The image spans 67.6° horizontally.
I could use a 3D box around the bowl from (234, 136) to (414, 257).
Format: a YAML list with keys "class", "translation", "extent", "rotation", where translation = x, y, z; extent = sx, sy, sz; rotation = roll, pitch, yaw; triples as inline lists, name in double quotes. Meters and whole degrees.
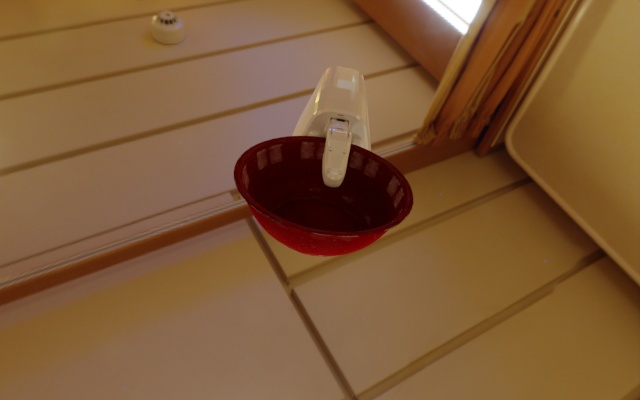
- class: "bowl"
  translation: [0.000, 0.002, 0.440]
  extent: [0.162, 0.055, 0.162]
  rotation: [8, 34, -5]
